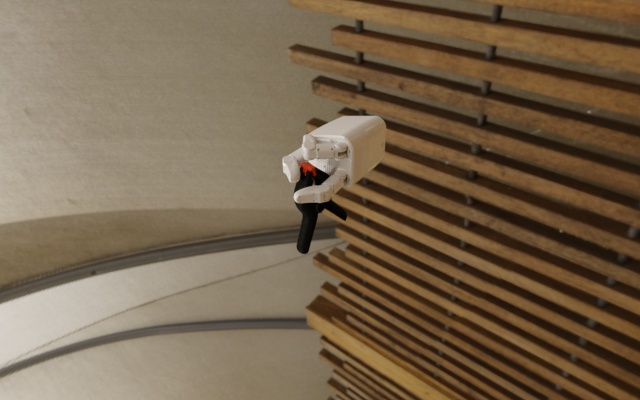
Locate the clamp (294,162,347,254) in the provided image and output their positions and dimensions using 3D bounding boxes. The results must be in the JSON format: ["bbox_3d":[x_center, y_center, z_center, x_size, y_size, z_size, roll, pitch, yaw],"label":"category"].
[{"bbox_3d":[0.000,0.002,0.837,0.039,0.172,0.120,25,44,31],"label":"clamp"}]
